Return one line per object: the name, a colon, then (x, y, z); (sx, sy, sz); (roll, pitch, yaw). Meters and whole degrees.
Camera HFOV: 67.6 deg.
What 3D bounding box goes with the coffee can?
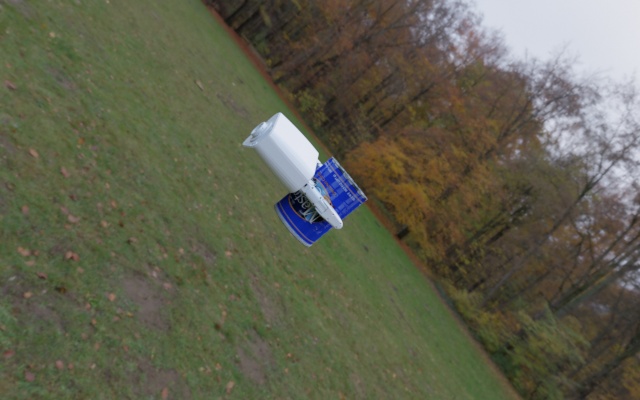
coffee can: (0.000, 0.003, 0.880); (0.140, 0.103, 0.103); (-39, -5, 6)
